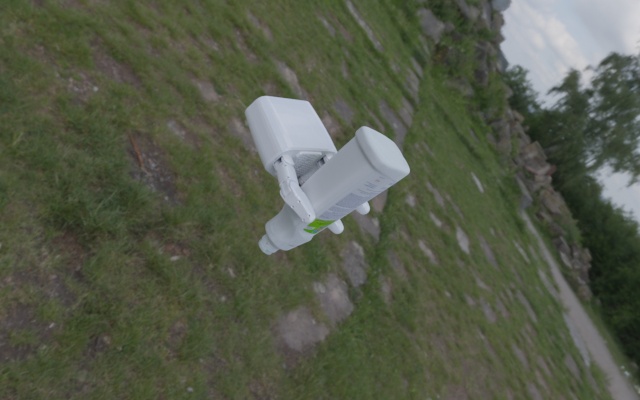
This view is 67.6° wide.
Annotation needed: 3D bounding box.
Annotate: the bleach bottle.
[{"bbox_3d":[0.000,0.002,0.680,0.251,0.068,0.102,-37,-27,25],"label":"bleach bottle"}]
